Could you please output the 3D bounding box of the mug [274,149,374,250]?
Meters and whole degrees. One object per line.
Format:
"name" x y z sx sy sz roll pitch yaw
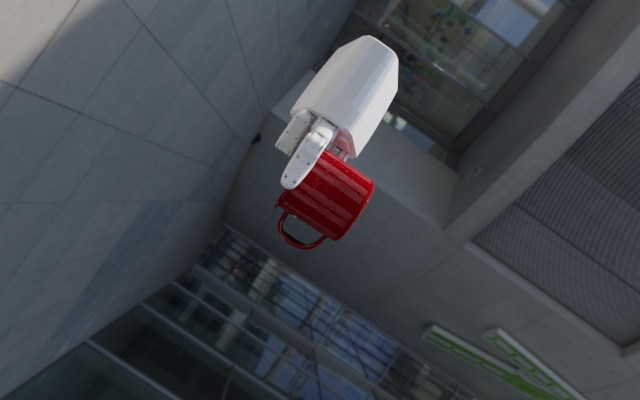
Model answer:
"mug" -0.001 0.003 0.537 0.081 0.117 0.093 34 -6 -3
